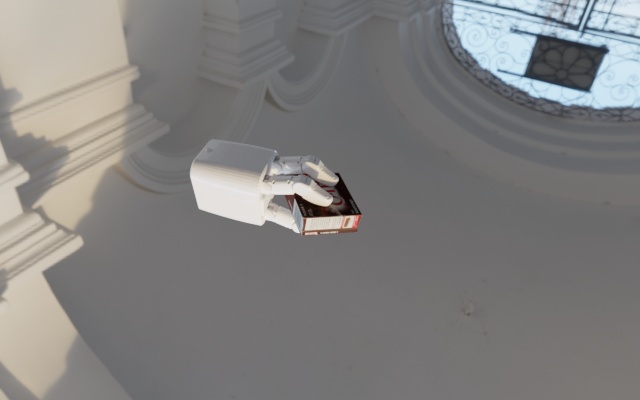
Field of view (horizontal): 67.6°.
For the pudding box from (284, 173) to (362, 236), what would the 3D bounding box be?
[{"bbox_3d":[0.000,0.002,0.714,0.090,0.039,0.113,-3,40,-18],"label":"pudding box"}]
